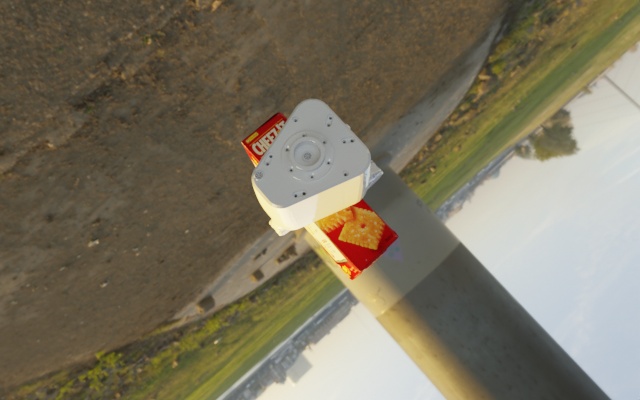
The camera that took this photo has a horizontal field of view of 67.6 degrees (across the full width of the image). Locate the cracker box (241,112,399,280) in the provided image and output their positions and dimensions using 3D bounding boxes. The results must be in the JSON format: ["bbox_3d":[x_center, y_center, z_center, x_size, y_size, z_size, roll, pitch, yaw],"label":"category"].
[{"bbox_3d":[0.000,0.002,0.640,0.072,0.213,0.164,-41,-10,-8],"label":"cracker box"}]
